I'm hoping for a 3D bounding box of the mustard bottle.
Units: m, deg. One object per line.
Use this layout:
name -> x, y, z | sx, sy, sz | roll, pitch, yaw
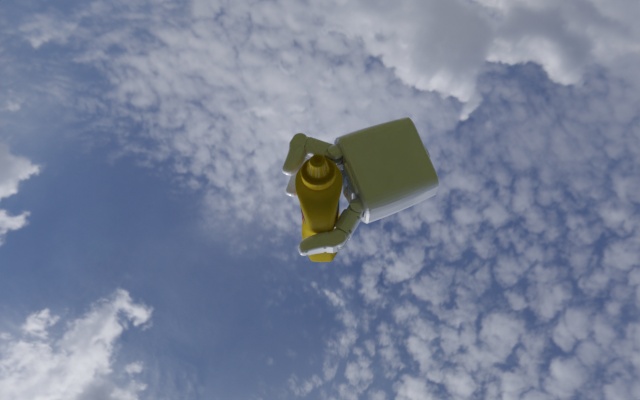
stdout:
mustard bottle -> 0.000, 0.002, 0.619 | 0.058, 0.096, 0.192 | 1, -29, 2
